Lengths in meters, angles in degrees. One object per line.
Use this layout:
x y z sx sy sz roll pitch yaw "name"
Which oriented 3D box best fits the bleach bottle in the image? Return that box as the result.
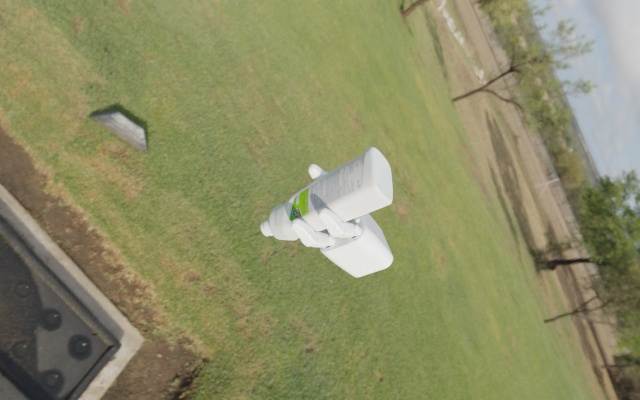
0.000 0.003 0.828 0.251 0.102 0.068 -23 -46 28 "bleach bottle"
